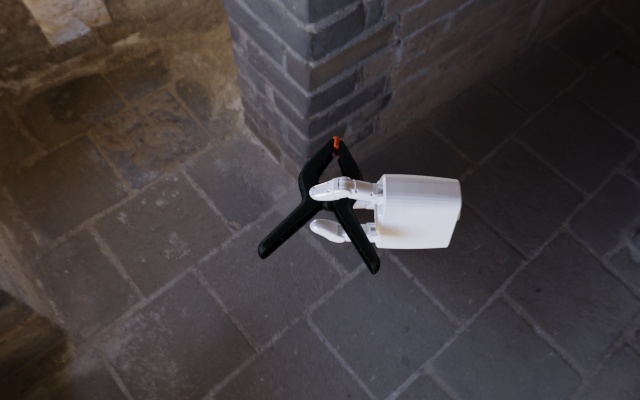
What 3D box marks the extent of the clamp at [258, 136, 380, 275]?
[{"bbox_3d":[0.000,0.001,0.677,0.164,0.209,0.036,2,-28,1],"label":"clamp"}]
